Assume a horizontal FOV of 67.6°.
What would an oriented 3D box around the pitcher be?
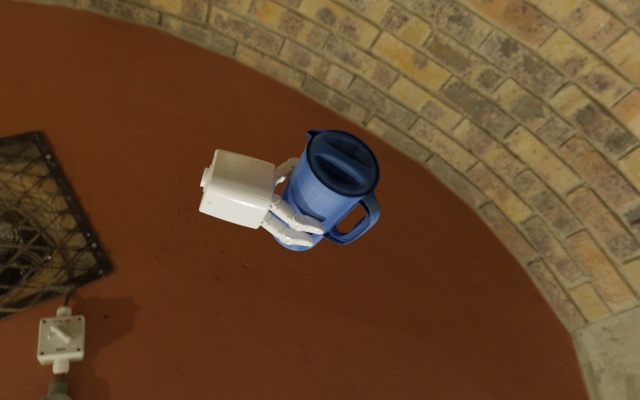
[{"bbox_3d":[0.000,0.003,0.855,0.145,0.149,0.243,15,-36,-17],"label":"pitcher"}]
